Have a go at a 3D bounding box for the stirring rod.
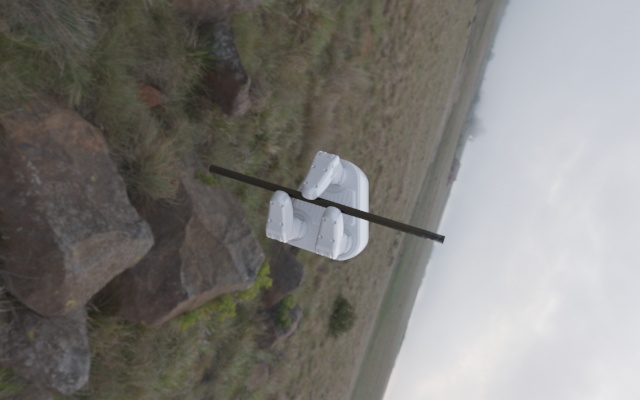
[{"bbox_3d":[0.000,0.001,0.460,0.239,0.011,0.011,17,4,13],"label":"stirring rod"}]
